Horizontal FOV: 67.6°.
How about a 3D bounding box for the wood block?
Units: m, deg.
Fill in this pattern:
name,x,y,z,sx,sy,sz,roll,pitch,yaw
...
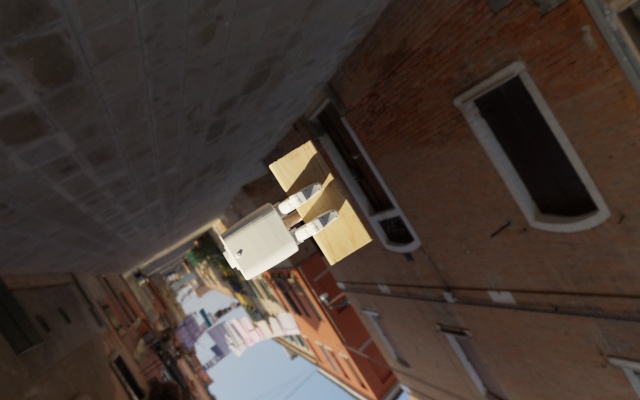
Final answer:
name,x,y,z,sx,sy,sz,roll,pitch,yaw
wood block,0.000,0.003,0.877,0.090,0.206,0.091,-32,2,-2
